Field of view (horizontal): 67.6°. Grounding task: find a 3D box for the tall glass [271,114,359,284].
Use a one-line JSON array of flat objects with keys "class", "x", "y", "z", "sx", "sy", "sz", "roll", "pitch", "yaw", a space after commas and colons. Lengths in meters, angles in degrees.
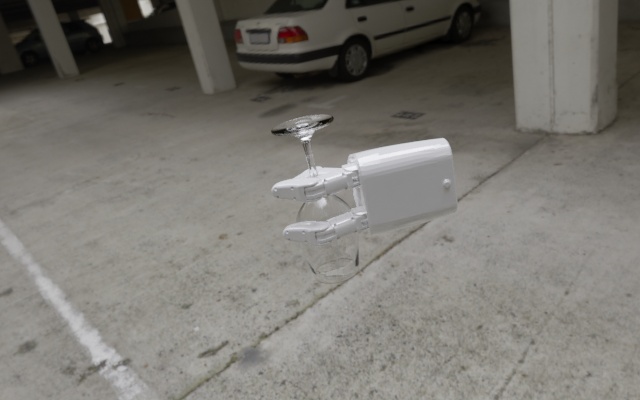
[{"class": "tall glass", "x": 0.000, "y": 0.001, "z": 0.587, "sx": 0.079, "sy": 0.201, "sz": 0.079, "roll": -11, "pitch": 22, "yaw": 5}]
